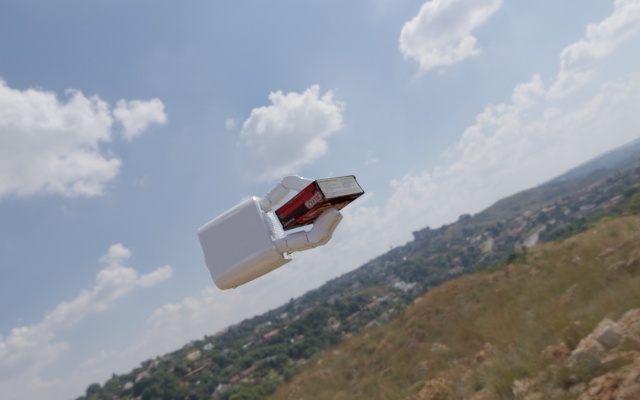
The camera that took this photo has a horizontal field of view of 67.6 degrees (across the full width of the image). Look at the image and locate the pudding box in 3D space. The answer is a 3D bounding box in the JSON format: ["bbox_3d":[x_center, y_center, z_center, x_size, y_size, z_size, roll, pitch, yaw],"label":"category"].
[{"bbox_3d":[0.000,0.002,0.709,0.090,0.039,0.113,-35,-11,32],"label":"pudding box"}]
